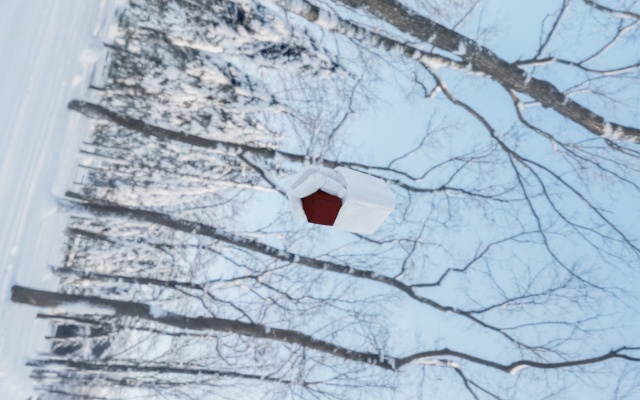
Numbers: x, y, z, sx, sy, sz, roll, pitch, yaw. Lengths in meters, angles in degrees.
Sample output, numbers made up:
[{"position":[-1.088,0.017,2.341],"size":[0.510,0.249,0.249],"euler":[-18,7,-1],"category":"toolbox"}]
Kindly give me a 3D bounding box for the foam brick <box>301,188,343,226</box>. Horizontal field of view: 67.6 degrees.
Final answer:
[{"position":[0.000,0.003,0.875],"size":[0.051,0.053,0.078],"euler":[12,28,-22],"category":"foam brick"}]
